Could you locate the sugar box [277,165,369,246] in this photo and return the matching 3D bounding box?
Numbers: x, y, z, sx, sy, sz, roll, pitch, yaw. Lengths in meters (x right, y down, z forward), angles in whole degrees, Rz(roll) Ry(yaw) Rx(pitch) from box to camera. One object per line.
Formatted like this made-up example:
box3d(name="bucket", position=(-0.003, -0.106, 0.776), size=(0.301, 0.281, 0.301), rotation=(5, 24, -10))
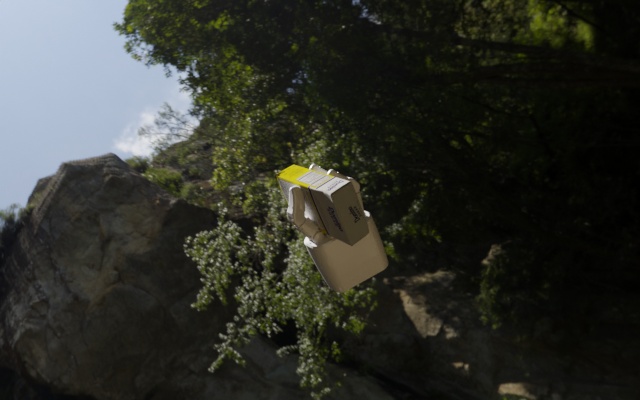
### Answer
box3d(name="sugar box", position=(0.001, 0.002, 0.754), size=(0.048, 0.093, 0.176), rotation=(-34, 28, -23))
